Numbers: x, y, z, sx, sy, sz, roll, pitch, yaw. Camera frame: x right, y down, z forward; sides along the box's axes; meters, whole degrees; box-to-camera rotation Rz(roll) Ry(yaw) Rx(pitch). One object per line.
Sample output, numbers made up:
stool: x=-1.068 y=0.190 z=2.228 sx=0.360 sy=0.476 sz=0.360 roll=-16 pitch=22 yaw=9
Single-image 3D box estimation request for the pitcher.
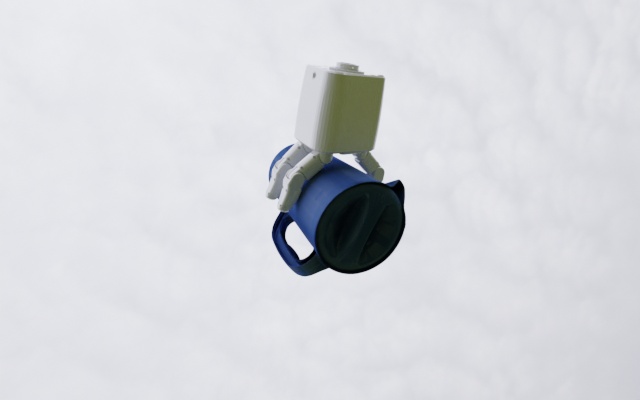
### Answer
pitcher: x=0.000 y=0.002 z=0.709 sx=0.149 sy=0.145 sz=0.242 roll=-1 pitch=22 yaw=-25
